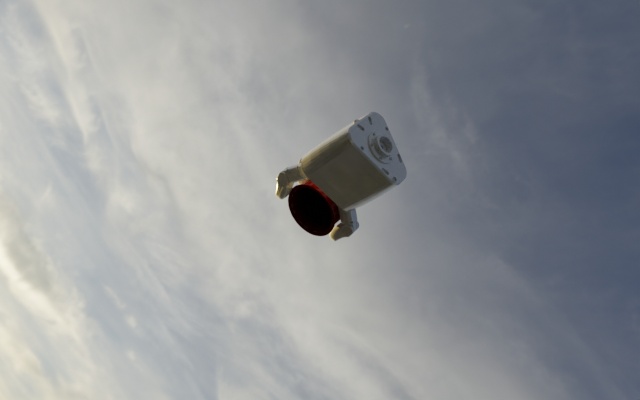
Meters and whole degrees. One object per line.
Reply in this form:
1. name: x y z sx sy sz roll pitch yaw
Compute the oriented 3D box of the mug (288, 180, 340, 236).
1. mug: -0.001 0.003 0.794 0.117 0.093 0.081 -26 8 47
